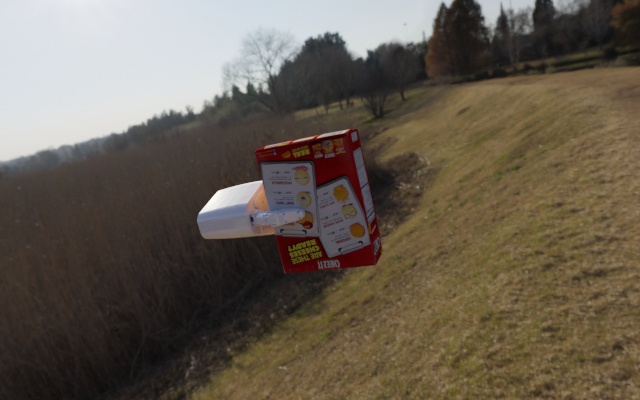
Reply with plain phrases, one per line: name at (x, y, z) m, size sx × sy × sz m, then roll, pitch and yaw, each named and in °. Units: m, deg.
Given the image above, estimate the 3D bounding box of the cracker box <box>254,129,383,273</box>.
cracker box at (0.000, 0.002, 0.782) m, size 0.164 × 0.214 × 0.072 m, roll -8°, pitch 12°, yaw 23°
